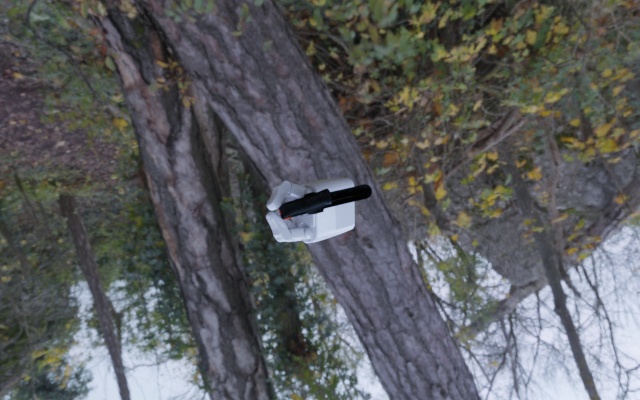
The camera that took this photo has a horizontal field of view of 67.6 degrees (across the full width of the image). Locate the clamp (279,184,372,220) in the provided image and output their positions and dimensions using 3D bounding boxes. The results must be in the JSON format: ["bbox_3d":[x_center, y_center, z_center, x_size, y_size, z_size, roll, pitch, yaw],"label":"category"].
[{"bbox_3d":[0.000,0.003,0.808,0.120,0.039,0.171,-2,-8,-40],"label":"clamp"}]
